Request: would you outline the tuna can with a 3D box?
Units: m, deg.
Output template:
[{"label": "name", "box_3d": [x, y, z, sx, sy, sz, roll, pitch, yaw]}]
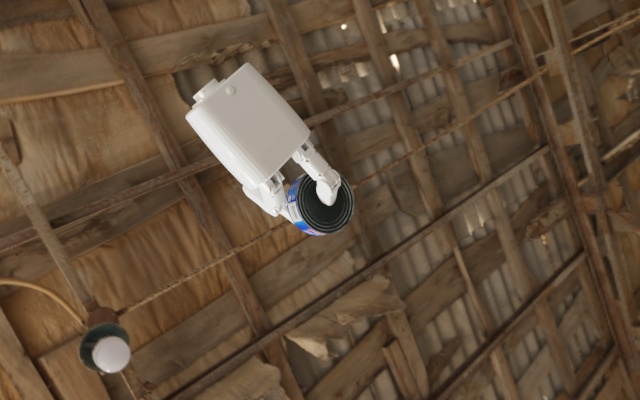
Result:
[{"label": "tuna can", "box_3d": [0.000, 0.002, 0.618, 0.086, 0.086, 0.034, 0, -8, -30]}]
